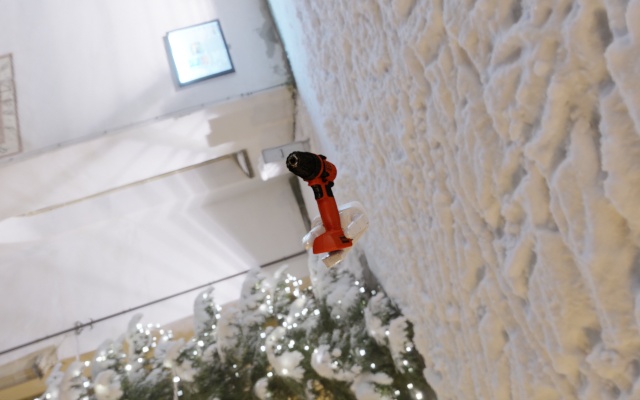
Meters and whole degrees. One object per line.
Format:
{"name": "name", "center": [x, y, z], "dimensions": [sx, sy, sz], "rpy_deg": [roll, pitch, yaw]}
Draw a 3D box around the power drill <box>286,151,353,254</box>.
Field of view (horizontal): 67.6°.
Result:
{"name": "power drill", "center": [0.000, 0.003, 0.888], "dimensions": [0.057, 0.187, 0.184], "rpy_deg": [-14, -8, 21]}
